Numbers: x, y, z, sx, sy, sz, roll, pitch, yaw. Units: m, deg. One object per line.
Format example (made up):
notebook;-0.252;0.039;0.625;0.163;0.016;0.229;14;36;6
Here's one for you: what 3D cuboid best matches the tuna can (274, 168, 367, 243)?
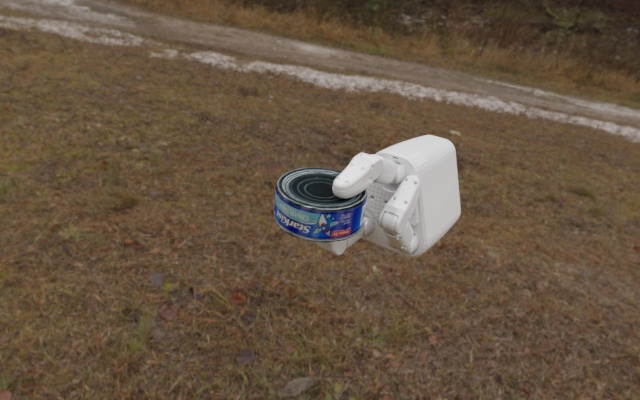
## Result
tuna can;0.000;0.001;0.444;0.086;0.034;0.086;4;29;-2
